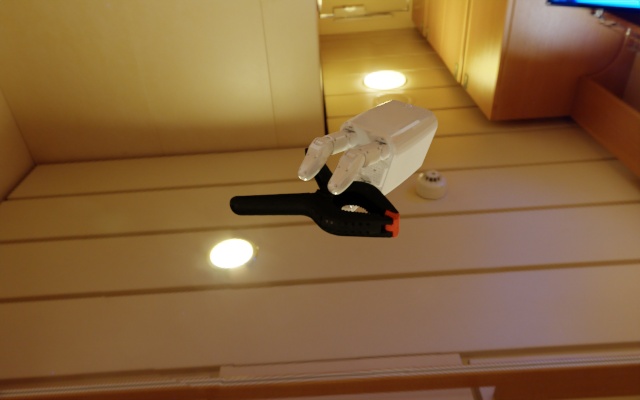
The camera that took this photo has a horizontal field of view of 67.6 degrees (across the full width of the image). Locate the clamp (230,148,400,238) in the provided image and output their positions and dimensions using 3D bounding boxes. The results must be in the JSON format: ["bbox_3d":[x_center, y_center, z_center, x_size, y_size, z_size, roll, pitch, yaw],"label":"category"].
[{"bbox_3d":[0.001,0.003,0.601,0.210,0.036,0.164,27,48,37],"label":"clamp"}]
